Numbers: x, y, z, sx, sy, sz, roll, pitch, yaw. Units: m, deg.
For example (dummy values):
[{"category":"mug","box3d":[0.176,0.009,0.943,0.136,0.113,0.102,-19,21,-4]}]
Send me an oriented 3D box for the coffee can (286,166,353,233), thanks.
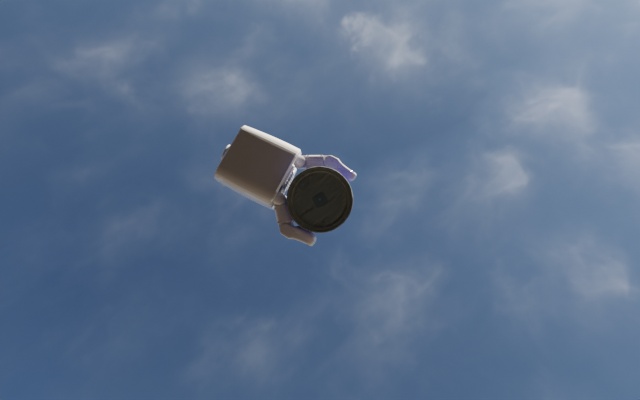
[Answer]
[{"category":"coffee can","box3d":[0.000,0.003,0.799,0.103,0.103,0.140,0,-3,1]}]
